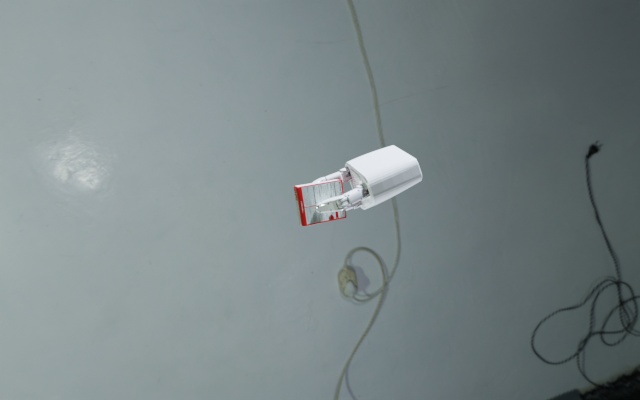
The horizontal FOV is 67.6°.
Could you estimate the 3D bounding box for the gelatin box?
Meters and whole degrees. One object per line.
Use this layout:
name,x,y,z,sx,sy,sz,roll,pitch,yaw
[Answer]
gelatin box,0.000,0.003,0.876,0.089,0.073,0.030,-11,10,-17
